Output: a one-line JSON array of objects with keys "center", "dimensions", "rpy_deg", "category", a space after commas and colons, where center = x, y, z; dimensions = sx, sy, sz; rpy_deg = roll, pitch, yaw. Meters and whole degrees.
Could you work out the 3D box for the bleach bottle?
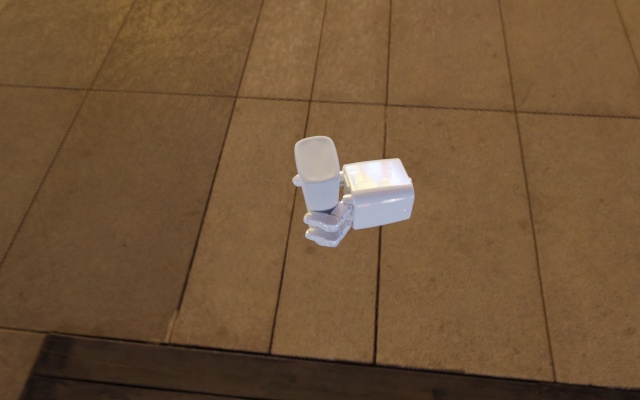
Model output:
[{"center": [0.000, 0.003, 0.865], "dimensions": [0.068, 0.102, 0.251], "rpy_deg": [-10, -33, -3], "category": "bleach bottle"}]
